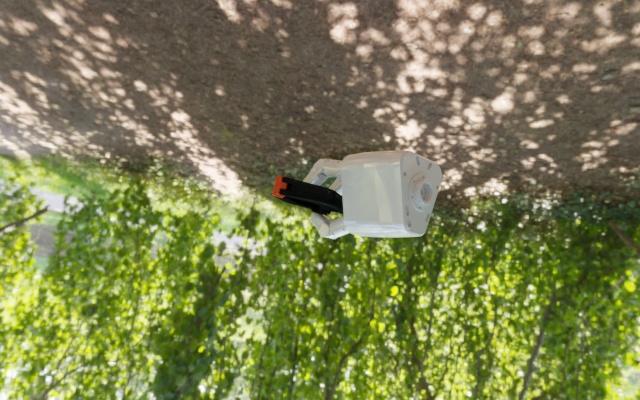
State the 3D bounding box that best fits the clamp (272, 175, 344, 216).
[{"bbox_3d":[0.000,0.003,0.741,0.210,0.036,0.164,17,-11,-40],"label":"clamp"}]
